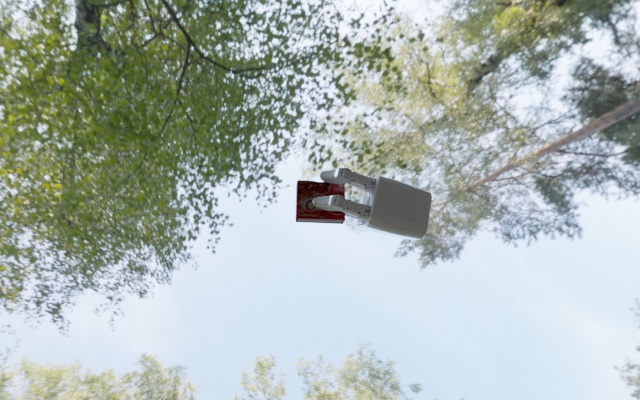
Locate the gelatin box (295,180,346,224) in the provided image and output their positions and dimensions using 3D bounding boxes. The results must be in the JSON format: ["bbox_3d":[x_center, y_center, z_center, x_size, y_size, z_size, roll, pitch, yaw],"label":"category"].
[{"bbox_3d":[0.000,0.003,0.860,0.089,0.073,0.030,3,-19,-6],"label":"gelatin box"}]
